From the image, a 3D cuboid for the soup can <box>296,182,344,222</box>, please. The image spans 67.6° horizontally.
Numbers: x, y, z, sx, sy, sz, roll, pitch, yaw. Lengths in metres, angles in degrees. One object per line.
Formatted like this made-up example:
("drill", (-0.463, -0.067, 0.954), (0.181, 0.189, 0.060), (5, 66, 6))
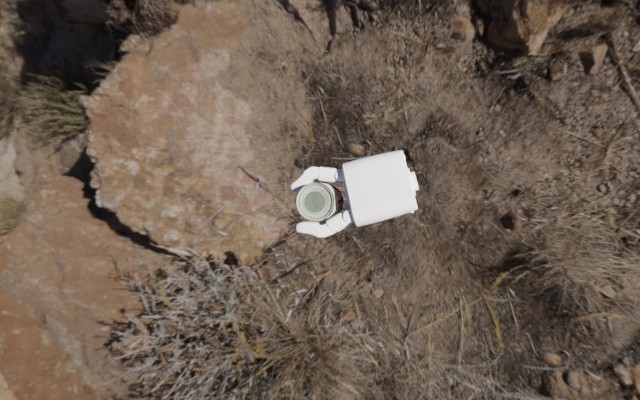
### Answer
("soup can", (0.000, 0.003, 0.843), (0.068, 0.068, 0.102), (0, 0, 11))
